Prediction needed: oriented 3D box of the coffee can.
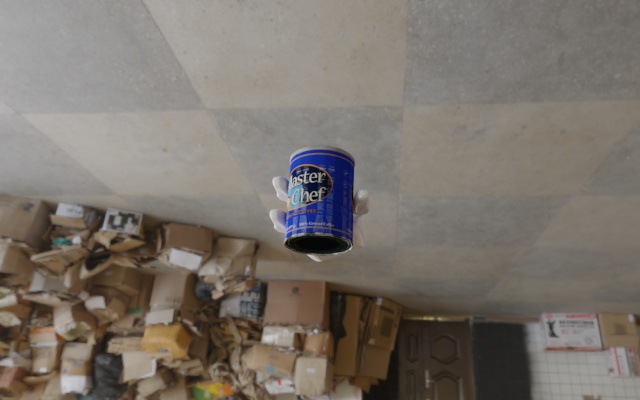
[{"bbox_3d":[0.000,0.002,0.724,0.103,0.140,0.103,2,-23,1],"label":"coffee can"}]
